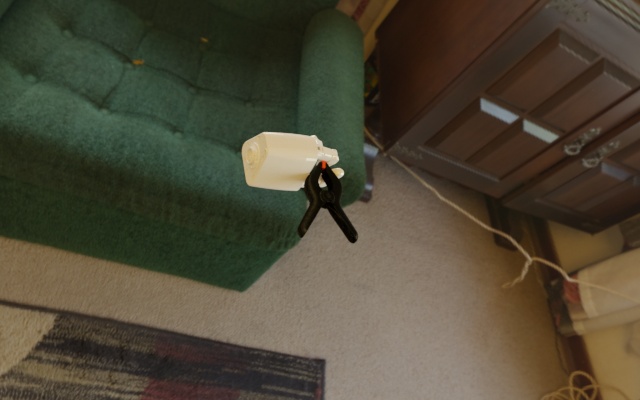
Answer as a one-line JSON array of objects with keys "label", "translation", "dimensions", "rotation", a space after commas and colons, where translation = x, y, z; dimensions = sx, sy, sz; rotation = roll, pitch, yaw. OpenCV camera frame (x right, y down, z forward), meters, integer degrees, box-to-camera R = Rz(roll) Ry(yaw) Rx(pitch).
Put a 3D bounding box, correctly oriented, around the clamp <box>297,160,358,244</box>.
[{"label": "clamp", "translation": [0.001, 0.003, 0.897], "dimensions": [0.120, 0.171, 0.039], "rotation": [3, -31, -34]}]
